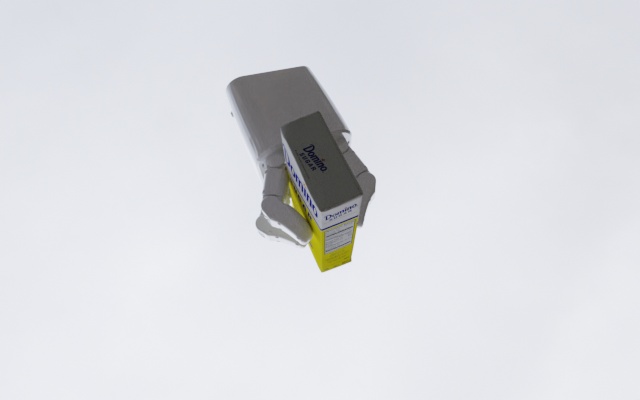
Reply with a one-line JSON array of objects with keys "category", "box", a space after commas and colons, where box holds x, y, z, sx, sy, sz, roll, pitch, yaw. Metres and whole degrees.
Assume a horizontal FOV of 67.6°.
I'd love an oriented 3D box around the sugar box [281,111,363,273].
[{"category": "sugar box", "box": [0.000, 0.002, 0.478, 0.048, 0.093, 0.176, -23, -24, -7]}]
